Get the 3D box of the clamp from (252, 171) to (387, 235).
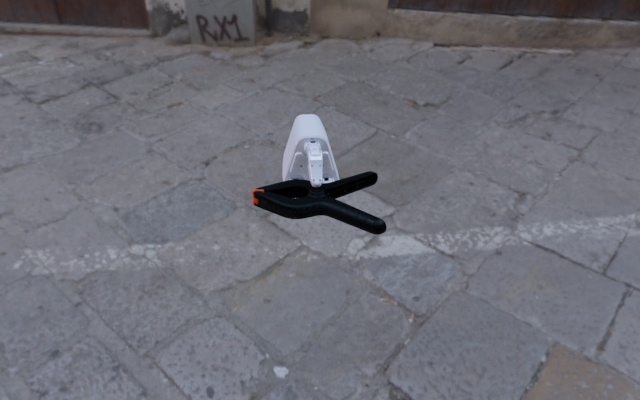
[{"bbox_3d":[0.000,0.002,0.737,0.210,0.036,0.164,-2,30,-6],"label":"clamp"}]
